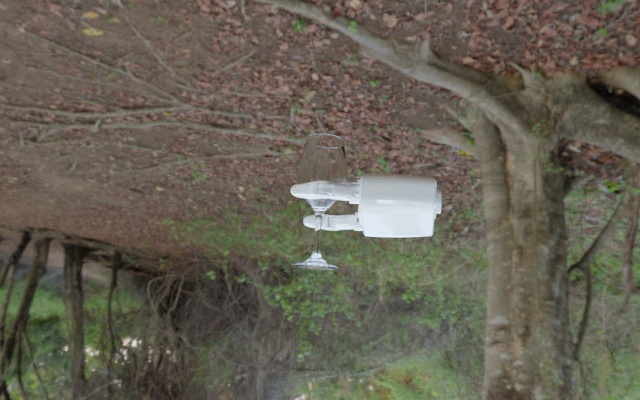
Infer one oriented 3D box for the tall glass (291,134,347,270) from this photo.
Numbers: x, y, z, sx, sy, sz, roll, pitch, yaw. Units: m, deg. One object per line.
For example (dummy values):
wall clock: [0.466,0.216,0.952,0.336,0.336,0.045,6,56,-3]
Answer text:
tall glass: [0.000,0.003,0.732,0.079,0.201,0.079,4,-13,1]
